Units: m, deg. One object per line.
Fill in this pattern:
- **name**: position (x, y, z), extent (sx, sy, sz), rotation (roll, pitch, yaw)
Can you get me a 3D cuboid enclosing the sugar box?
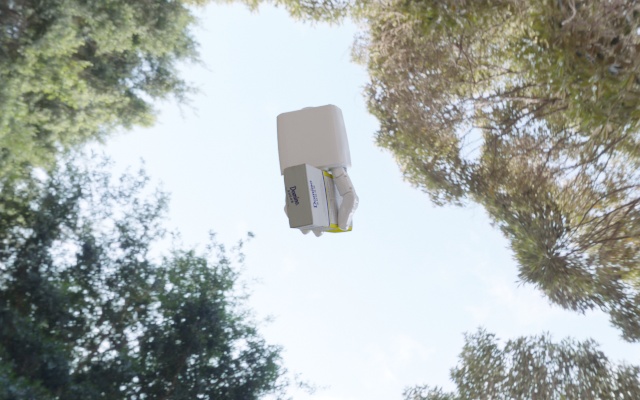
- **sugar box**: position (0.000, 0.002, 0.768), extent (0.048, 0.093, 0.176), rotation (-12, -11, 24)
